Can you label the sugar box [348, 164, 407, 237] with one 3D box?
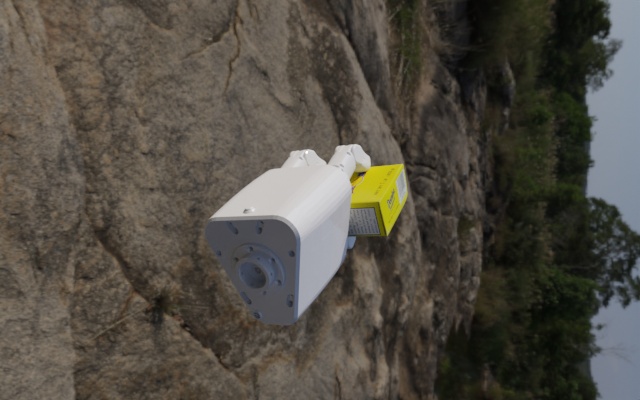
[{"bbox_3d":[0.000,0.001,0.530,0.176,0.048,0.093,-1,26,26],"label":"sugar box"}]
